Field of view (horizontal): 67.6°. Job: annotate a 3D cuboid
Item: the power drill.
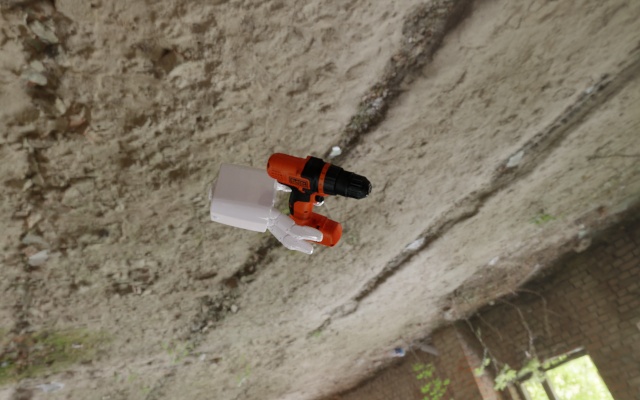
[{"bbox_3d":[0.000,0.003,0.850,0.184,0.057,0.188,17,-39,17],"label":"power drill"}]
